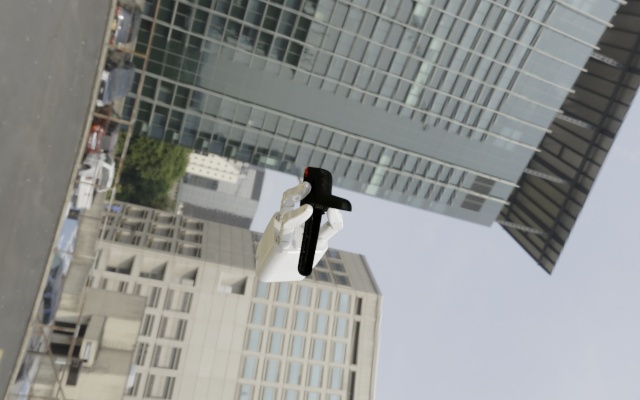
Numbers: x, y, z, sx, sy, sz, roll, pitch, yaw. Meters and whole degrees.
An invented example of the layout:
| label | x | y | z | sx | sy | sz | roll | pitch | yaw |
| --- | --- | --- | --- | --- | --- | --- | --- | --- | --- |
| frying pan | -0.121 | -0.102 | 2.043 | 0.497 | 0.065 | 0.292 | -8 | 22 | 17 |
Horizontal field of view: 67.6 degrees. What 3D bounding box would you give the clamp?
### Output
| label | x | y | z | sx | sy | sz | roll | pitch | yaw |
| --- | --- | --- | --- | --- | --- | --- | --- | --- | --- |
| clamp | 0.001 | 0.003 | 0.817 | 0.036 | 0.209 | 0.165 | 18 | -49 | -21 |
